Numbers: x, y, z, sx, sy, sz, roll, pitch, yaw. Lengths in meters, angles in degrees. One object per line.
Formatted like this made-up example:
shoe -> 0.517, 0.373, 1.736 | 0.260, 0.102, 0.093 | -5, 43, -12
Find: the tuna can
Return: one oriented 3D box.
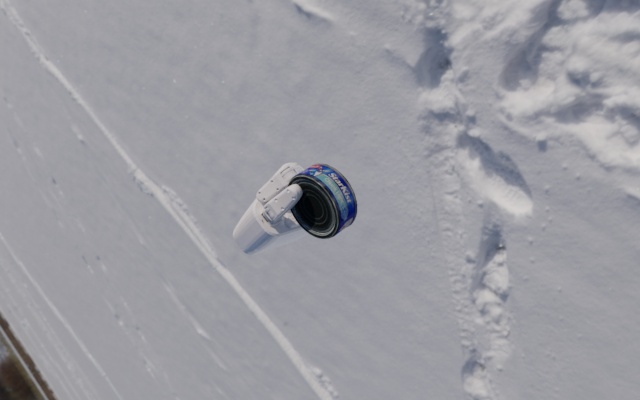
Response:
tuna can -> 0.000, 0.002, 0.564 | 0.086, 0.086, 0.033 | 0, 25, 47
